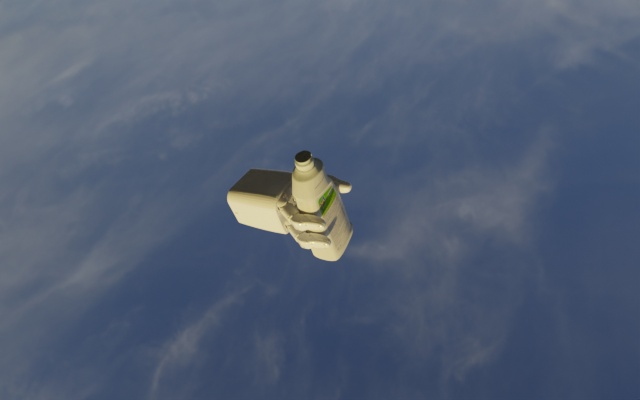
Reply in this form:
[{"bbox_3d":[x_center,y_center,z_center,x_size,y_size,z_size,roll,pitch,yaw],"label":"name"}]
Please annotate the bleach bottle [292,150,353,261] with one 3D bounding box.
[{"bbox_3d":[0.000,0.003,0.869,0.068,0.102,0.251,10,-36,23],"label":"bleach bottle"}]
